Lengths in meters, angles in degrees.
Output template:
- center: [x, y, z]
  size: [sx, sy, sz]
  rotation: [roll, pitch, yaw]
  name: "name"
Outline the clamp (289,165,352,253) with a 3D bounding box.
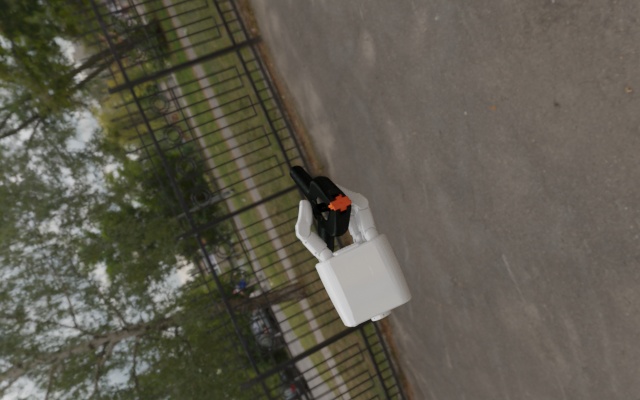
- center: [0.000, 0.003, 0.745]
  size: [0.036, 0.164, 0.210]
  rotation: [-23, -5, -14]
  name: "clamp"
